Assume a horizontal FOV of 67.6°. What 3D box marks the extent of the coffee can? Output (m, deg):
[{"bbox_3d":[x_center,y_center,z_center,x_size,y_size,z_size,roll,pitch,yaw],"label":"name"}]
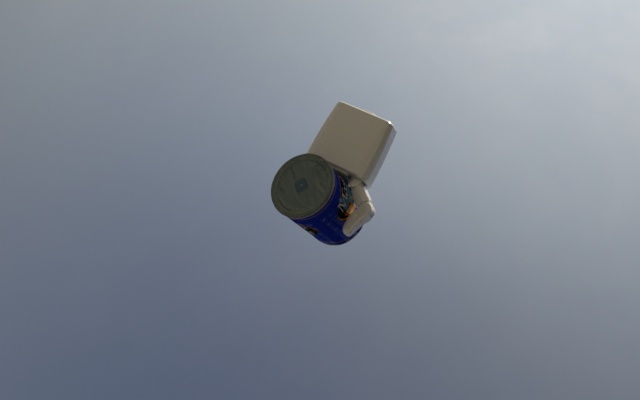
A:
[{"bbox_3d":[0.000,0.003,0.755,0.103,0.102,0.140,0,-22,26],"label":"coffee can"}]
